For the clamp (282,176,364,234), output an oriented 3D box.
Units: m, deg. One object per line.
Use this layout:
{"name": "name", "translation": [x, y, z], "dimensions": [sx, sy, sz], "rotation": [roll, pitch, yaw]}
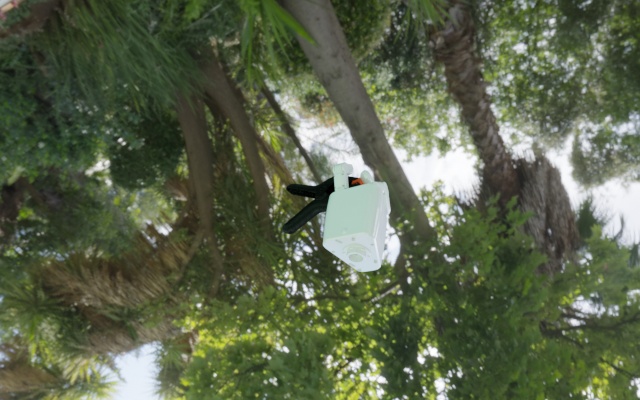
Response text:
{"name": "clamp", "translation": [0.001, 0.003, 0.897], "dimensions": [0.171, 0.120, 0.039], "rotation": [-13, -38, 28]}
